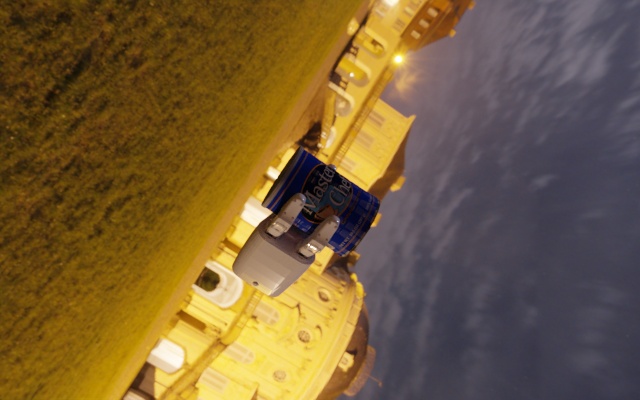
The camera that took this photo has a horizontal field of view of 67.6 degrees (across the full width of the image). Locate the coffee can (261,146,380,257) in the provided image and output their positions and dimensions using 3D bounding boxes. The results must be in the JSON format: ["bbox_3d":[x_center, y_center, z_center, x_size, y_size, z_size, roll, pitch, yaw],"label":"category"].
[{"bbox_3d":[0.000,0.002,0.693,0.140,0.103,0.103,33,-6,-9],"label":"coffee can"}]
